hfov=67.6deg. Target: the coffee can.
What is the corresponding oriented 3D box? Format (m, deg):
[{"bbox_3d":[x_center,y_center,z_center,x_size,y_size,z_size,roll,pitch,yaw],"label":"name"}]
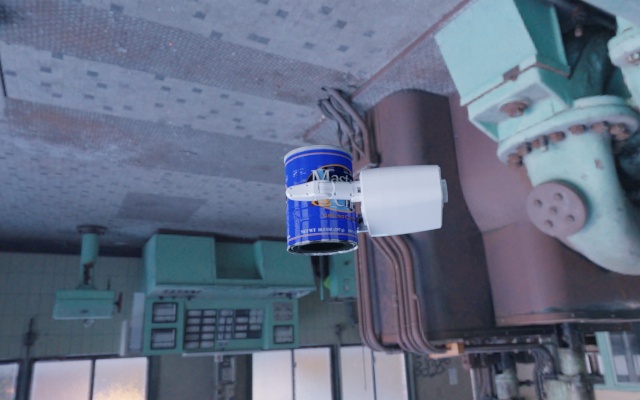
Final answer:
[{"bbox_3d":[0.000,0.002,0.698,0.103,0.140,0.103,-3,-16,-1],"label":"coffee can"}]
